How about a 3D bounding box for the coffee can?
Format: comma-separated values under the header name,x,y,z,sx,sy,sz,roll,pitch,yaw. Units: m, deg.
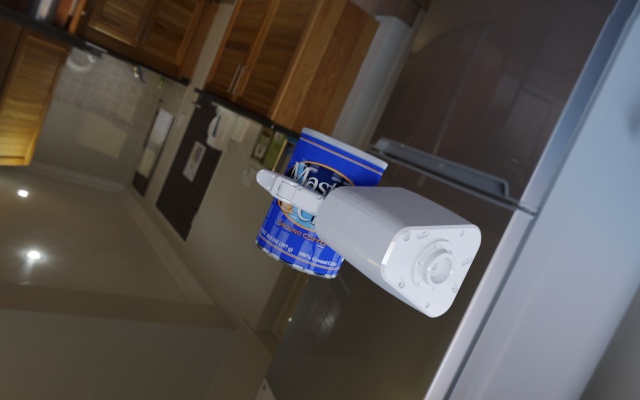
name,x,y,z,sx,sy,sz,roll,pitch,yaw
coffee can,0.000,0.002,0.539,0.103,0.140,0.103,24,5,-2
